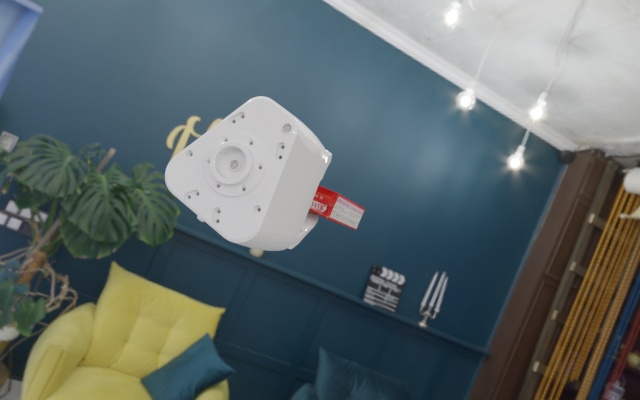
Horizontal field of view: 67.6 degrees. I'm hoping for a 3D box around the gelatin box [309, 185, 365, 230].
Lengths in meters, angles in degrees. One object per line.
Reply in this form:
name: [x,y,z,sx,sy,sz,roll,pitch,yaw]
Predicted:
gelatin box: [0.000,0.001,0.536,0.073,0.030,0.089,23,-1,26]
